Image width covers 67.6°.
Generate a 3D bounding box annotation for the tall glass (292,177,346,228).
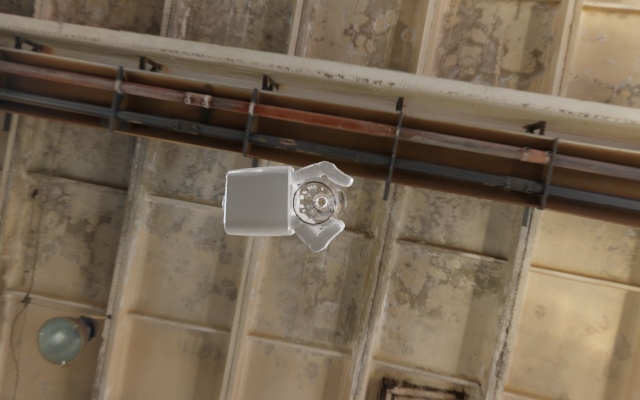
[{"bbox_3d":[0.000,0.002,0.772,0.079,0.079,0.201,0,1,5],"label":"tall glass"}]
